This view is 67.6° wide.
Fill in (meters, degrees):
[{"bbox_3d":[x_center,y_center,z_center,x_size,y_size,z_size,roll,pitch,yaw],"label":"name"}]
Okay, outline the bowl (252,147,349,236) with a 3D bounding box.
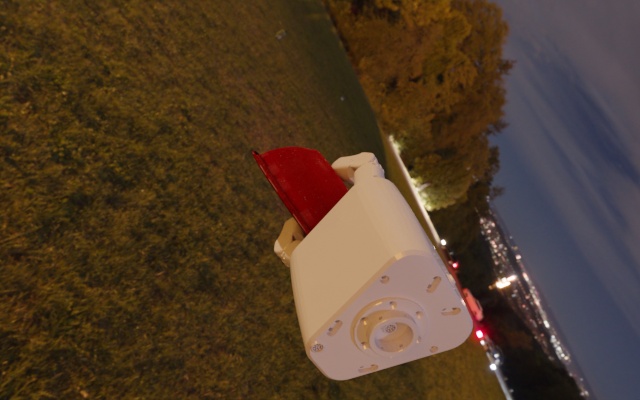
[{"bbox_3d":[0.000,0.001,0.484,0.055,0.162,0.162,-36,0,-1],"label":"bowl"}]
